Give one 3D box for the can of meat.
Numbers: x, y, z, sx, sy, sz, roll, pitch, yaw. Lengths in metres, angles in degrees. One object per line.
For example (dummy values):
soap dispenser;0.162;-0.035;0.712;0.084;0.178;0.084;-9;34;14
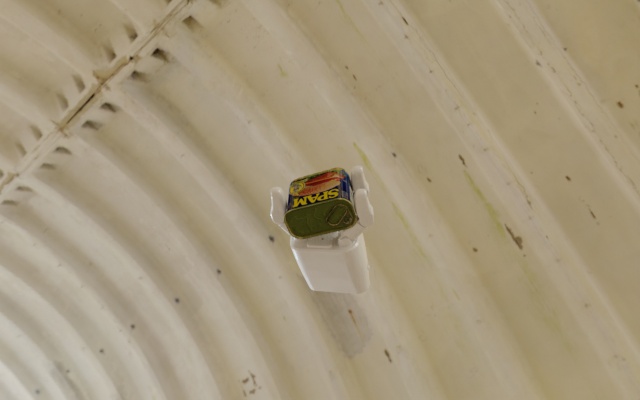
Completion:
can of meat;0.000;0.002;0.711;0.102;0.057;0.084;-14;36;11
